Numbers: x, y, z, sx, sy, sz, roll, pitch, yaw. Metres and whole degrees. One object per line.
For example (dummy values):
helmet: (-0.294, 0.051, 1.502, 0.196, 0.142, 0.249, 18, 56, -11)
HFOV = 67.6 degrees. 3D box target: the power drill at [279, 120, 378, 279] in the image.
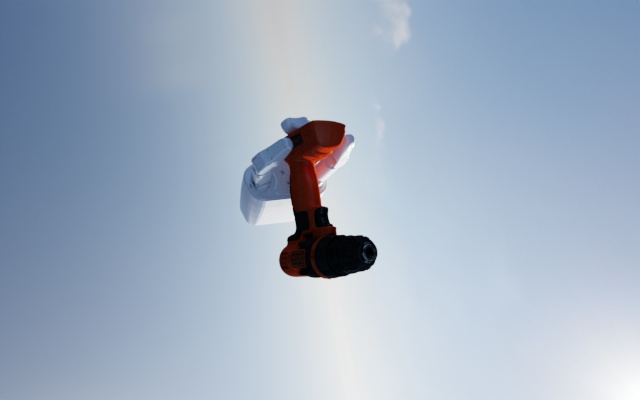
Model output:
power drill: (0.000, 0.002, 0.584, 0.057, 0.187, 0.184, 3, -11, -32)
